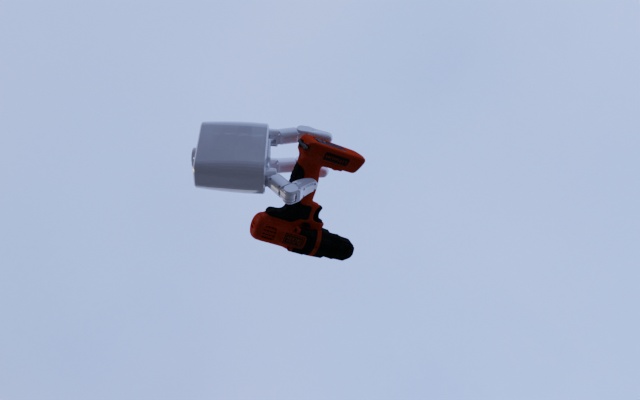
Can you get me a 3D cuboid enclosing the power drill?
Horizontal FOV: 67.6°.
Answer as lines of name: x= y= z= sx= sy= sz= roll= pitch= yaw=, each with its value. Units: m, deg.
power drill: x=0.000 y=0.002 z=0.764 sx=0.184 sy=0.188 sz=0.057 roll=17 pitch=14 yaw=-25
